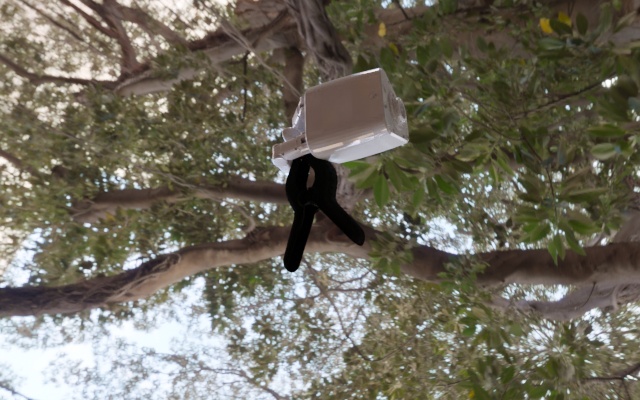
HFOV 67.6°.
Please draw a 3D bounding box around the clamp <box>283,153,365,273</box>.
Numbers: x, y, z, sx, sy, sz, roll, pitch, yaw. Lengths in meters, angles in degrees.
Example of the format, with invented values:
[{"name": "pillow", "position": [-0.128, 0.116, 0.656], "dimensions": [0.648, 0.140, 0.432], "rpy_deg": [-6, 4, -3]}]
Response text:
[{"name": "clamp", "position": [0.000, 0.002, 0.625], "dimensions": [0.120, 0.171, 0.039], "rpy_deg": [-13, -21, 26]}]
